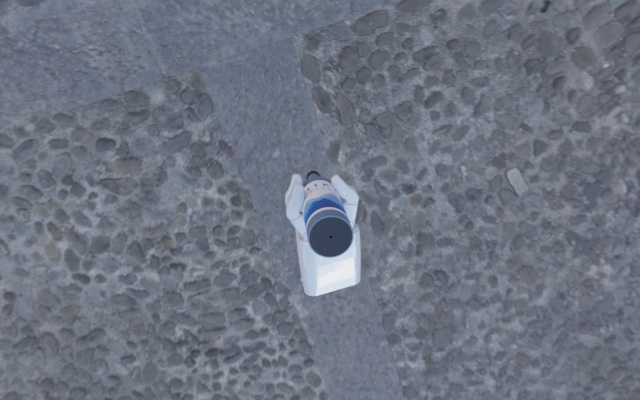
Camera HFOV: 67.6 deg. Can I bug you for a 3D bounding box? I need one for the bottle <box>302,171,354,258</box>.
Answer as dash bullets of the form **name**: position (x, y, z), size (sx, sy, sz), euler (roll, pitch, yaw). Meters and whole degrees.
- **bottle**: position (0.000, 0.003, 0.816), size (0.069, 0.069, 0.295), euler (0, 20, -6)
